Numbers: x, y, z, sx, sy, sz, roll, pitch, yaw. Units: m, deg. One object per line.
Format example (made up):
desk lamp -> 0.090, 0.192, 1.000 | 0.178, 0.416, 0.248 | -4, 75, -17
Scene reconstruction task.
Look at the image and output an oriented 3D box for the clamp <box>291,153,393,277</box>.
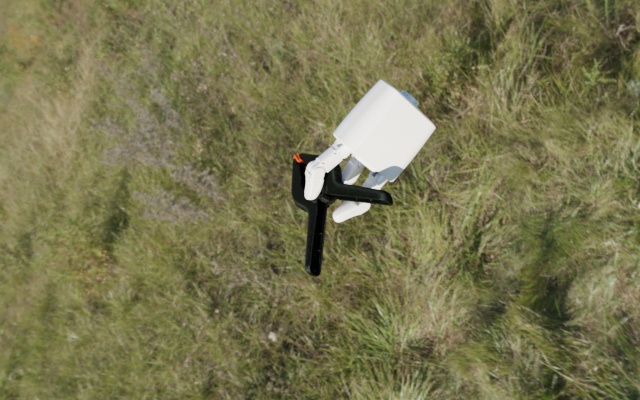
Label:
clamp -> 0.000, 0.002, 0.730 | 0.036, 0.164, 0.210 | 31, 14, -44
